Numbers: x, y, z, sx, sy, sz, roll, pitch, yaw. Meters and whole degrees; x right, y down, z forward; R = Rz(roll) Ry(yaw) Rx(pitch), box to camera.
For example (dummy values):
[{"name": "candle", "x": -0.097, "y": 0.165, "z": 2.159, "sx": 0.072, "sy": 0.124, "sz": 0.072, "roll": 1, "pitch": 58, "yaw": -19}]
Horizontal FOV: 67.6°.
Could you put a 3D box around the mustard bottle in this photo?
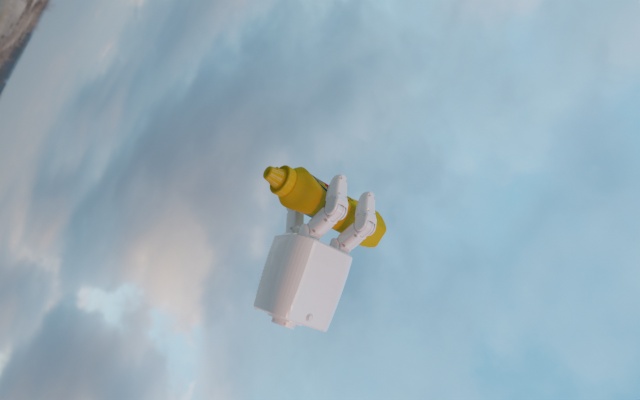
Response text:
[{"name": "mustard bottle", "x": 0.000, "y": 0.002, "z": 0.660, "sx": 0.192, "sy": 0.058, "sz": 0.096, "roll": 28, "pitch": 8, "yaw": -35}]
